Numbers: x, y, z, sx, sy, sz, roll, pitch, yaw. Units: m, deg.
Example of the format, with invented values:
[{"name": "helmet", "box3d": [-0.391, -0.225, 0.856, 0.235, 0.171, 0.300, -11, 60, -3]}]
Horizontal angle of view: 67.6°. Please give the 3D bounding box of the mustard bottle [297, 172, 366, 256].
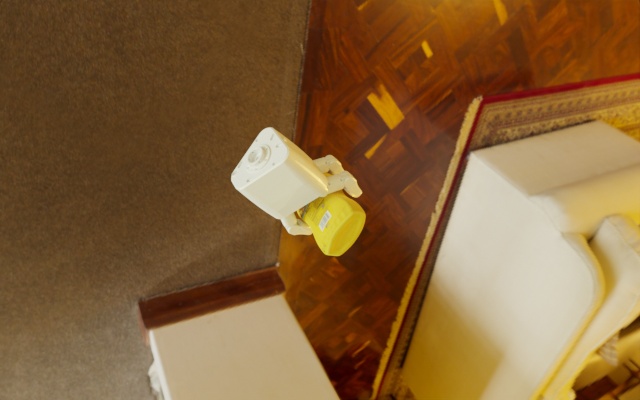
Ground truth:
[{"name": "mustard bottle", "box3d": [0.000, 0.003, 0.840, 0.058, 0.096, 0.191, 10, 30, -38]}]
